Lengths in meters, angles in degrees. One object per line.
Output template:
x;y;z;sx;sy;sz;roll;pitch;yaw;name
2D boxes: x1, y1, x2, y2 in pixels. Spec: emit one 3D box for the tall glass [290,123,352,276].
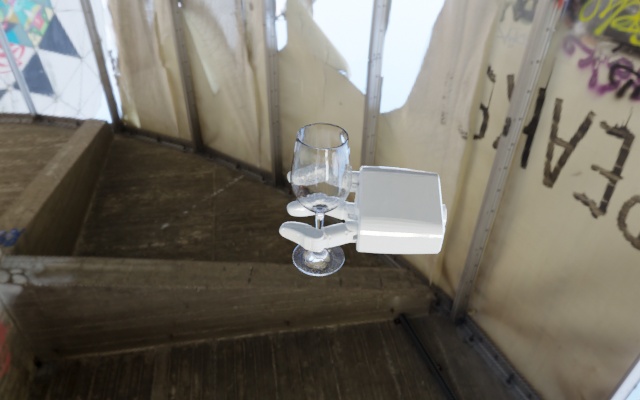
0.000;0.003;0.622;0.079;0.201;0.079;1;38;-1;tall glass
